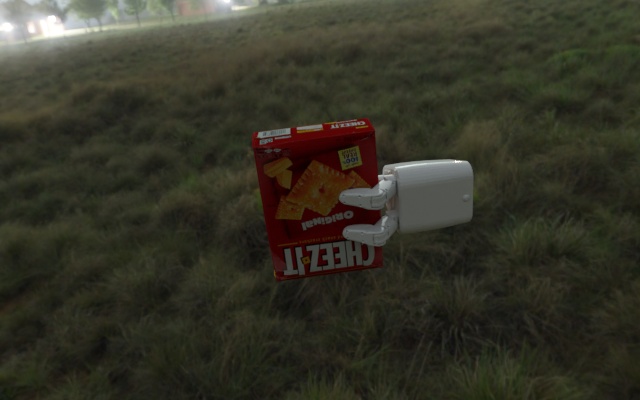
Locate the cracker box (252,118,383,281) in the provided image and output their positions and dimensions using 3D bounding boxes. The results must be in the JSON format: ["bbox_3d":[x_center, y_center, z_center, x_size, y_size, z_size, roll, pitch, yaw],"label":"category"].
[{"bbox_3d":[0.000,0.002,0.681,0.164,0.214,0.072,-7,24,-2],"label":"cracker box"}]
